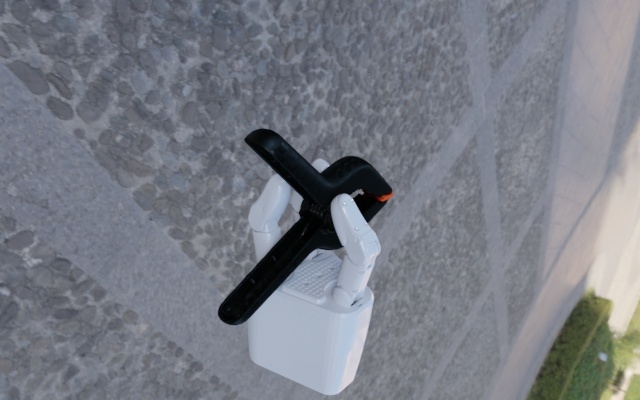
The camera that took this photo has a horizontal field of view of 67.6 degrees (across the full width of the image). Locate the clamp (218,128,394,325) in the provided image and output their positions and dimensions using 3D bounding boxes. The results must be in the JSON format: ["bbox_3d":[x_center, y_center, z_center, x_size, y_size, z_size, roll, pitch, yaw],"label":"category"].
[{"bbox_3d":[0.001,0.002,0.418,0.036,0.165,0.210,30,35,31],"label":"clamp"}]
